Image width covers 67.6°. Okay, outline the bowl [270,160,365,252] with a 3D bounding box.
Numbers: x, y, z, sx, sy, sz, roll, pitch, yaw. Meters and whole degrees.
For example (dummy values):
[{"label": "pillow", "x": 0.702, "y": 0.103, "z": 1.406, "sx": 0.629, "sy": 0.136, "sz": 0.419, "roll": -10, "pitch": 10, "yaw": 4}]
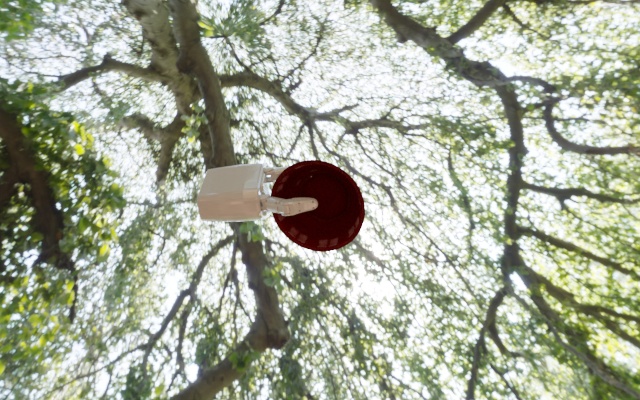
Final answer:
[{"label": "bowl", "x": 0.002, "y": 0.003, "z": 0.804, "sx": 0.162, "sy": 0.162, "sz": 0.055, "roll": 0, "pitch": 21, "yaw": 16}]
